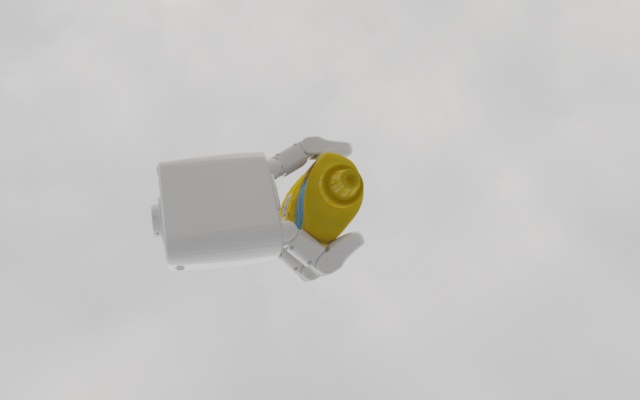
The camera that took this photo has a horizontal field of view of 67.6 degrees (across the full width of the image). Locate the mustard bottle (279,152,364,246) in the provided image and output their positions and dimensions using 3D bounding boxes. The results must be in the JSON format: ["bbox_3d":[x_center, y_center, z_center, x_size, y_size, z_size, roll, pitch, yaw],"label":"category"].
[{"bbox_3d":[0.000,0.002,0.505,0.058,0.096,0.192,18,-17,-11],"label":"mustard bottle"}]
